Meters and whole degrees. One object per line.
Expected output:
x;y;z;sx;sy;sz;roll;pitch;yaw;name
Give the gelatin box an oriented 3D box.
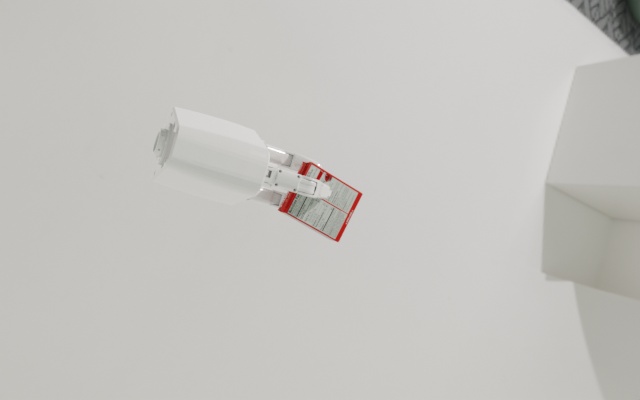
0.001;0.002;0.617;0.089;0.073;0.030;30;-9;-22;gelatin box
